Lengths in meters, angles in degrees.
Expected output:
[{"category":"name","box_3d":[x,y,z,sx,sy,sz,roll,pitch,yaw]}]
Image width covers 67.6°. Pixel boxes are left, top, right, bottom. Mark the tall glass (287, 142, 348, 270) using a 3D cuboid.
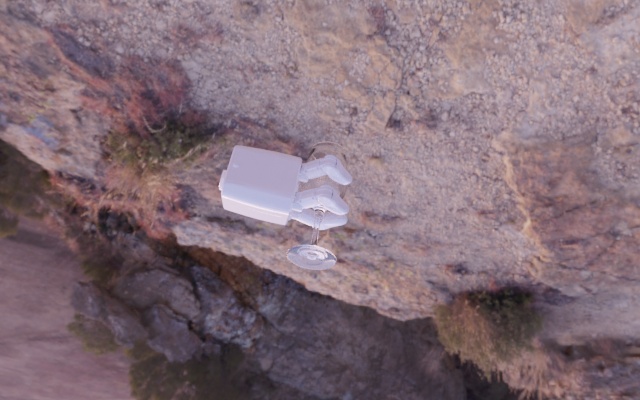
[{"category":"tall glass","box_3d":[0.000,0.003,0.752,0.079,0.201,0.079,7,-33,5]}]
